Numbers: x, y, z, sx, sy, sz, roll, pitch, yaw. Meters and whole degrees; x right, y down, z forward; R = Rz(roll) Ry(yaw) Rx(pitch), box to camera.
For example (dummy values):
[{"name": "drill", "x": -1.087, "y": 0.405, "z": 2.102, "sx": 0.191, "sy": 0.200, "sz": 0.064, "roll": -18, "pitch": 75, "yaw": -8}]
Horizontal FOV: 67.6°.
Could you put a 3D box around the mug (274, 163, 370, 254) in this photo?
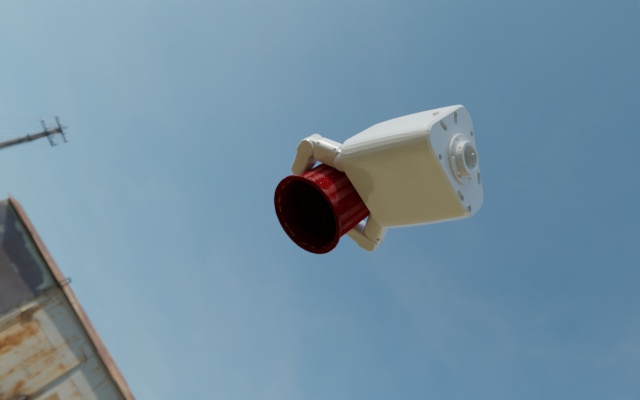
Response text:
[{"name": "mug", "x": -0.001, "y": 0.002, "z": 0.547, "sx": 0.117, "sy": 0.093, "sz": 0.081, "roll": -6, "pitch": 19, "yaw": 44}]
